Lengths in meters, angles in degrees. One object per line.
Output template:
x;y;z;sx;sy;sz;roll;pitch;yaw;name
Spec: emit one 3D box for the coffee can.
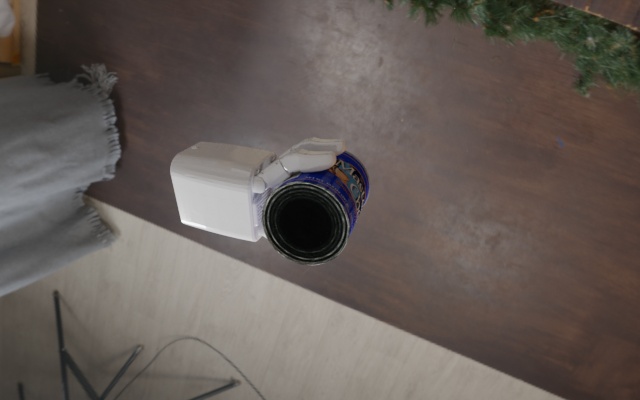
0.000;0.002;0.592;0.103;0.103;0.140;0;21;16;coffee can
